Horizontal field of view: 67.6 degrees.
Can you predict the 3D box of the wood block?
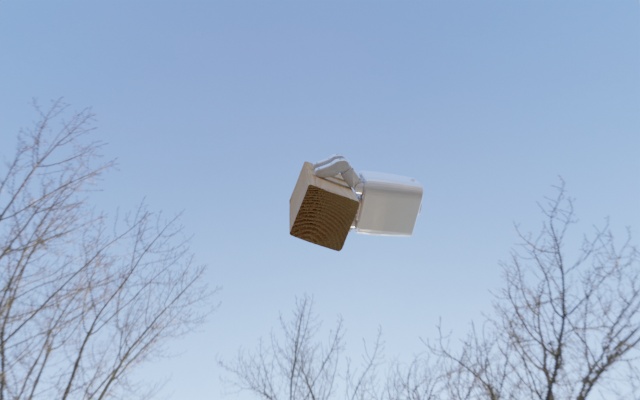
[{"bbox_3d":[0.000,0.003,0.847,0.090,0.091,0.206,19,12,-8],"label":"wood block"}]
